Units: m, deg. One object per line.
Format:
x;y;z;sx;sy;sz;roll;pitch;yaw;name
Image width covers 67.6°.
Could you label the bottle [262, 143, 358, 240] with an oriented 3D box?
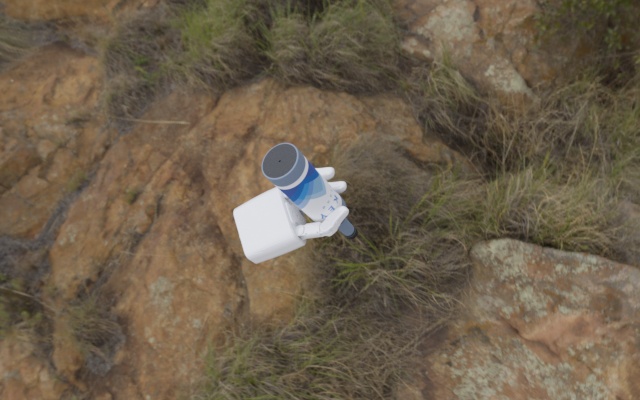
0.000;0.003;0.857;0.069;0.069;0.296;0;-26;29;bottle
